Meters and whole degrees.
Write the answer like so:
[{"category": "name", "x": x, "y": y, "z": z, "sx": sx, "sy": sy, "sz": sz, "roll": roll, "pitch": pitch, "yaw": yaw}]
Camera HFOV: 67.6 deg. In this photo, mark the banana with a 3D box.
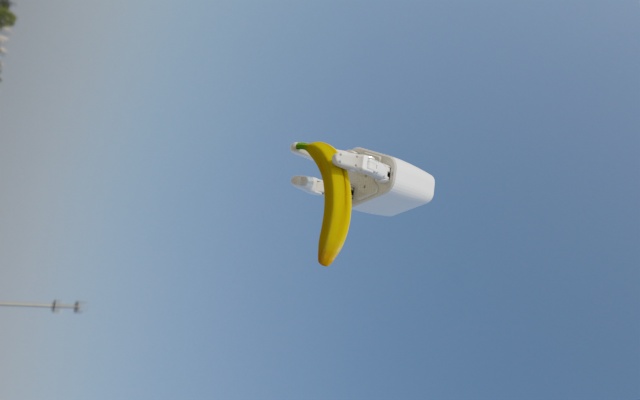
[{"category": "banana", "x": 0.013, "y": -0.008, "z": 0.671, "sx": 0.070, "sy": 0.197, "sz": 0.037, "roll": -30, "pitch": -31, "yaw": 35}]
